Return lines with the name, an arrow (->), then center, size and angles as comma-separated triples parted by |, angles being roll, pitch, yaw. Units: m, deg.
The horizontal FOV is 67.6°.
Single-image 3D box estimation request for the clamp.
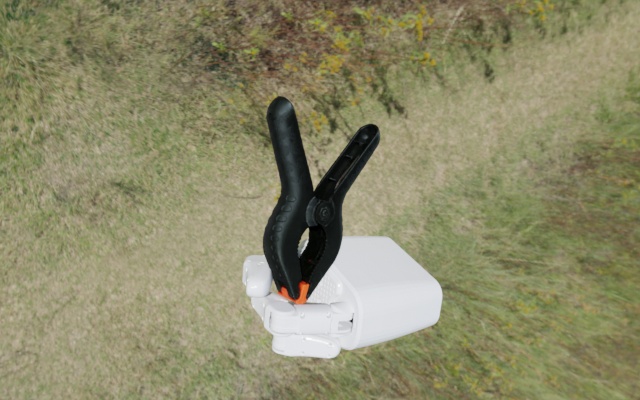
clamp -> 0.000, 0.002, 0.412 | 0.120, 0.171, 0.039 | -2, 16, -35
